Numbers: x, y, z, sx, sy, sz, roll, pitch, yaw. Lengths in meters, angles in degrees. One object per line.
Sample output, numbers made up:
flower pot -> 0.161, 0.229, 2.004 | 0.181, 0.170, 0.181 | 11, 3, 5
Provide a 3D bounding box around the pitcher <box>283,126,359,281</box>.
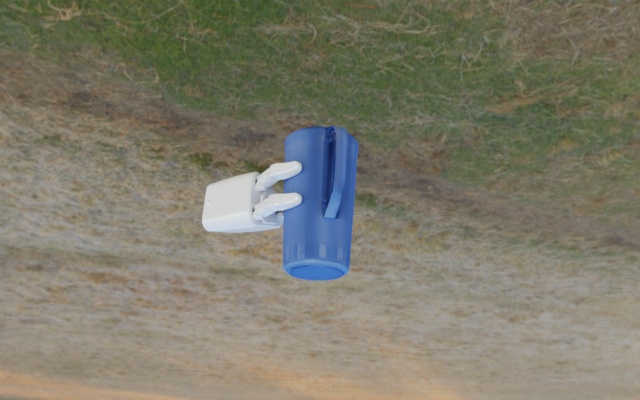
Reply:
pitcher -> 0.000, 0.003, 0.803 | 0.145, 0.242, 0.149 | -9, -26, 23
